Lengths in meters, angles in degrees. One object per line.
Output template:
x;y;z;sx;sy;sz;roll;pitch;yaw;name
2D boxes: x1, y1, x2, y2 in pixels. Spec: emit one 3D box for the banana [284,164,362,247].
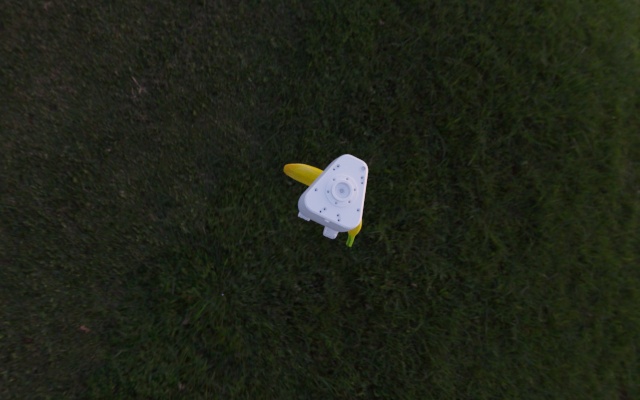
0.017;-0.006;0.895;0.069;0.198;0.037;-40;2;1;banana
